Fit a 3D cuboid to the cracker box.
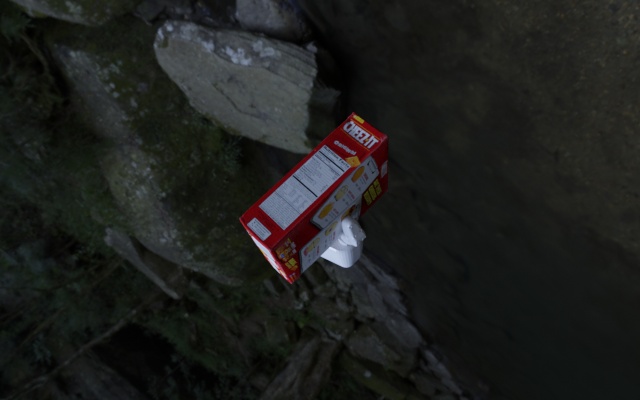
[{"bbox_3d":[0.000,0.002,0.673,0.072,0.213,0.164,41,-13,21],"label":"cracker box"}]
